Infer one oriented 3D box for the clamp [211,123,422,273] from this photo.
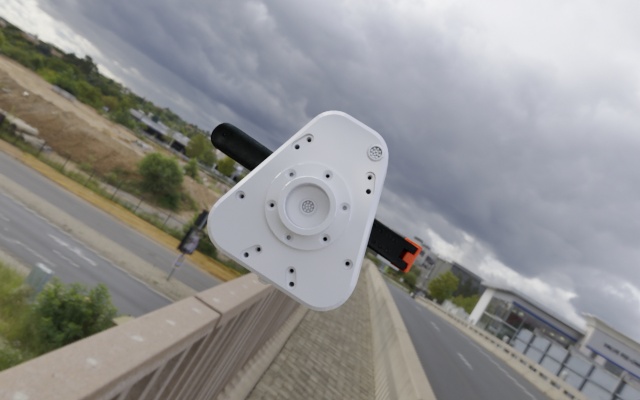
[{"bbox_3d":[0.001,0.001,0.472,0.210,0.036,0.164,32,-2,4],"label":"clamp"}]
